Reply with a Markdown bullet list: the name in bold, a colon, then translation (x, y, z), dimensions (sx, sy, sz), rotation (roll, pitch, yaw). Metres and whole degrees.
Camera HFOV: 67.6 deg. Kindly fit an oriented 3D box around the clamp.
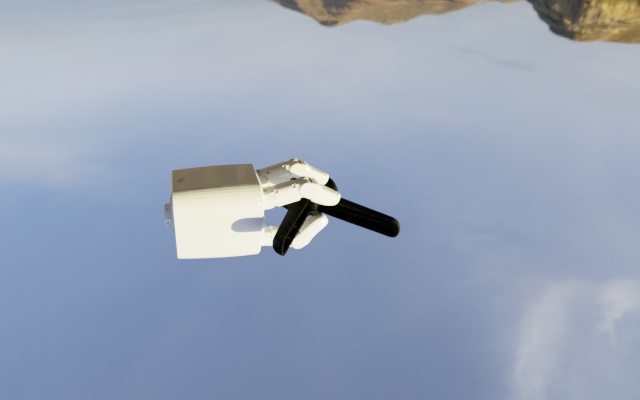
- **clamp**: translation (0.000, 0.003, 0.645), dimensions (0.164, 0.036, 0.210), rotation (-3, 29, -16)
